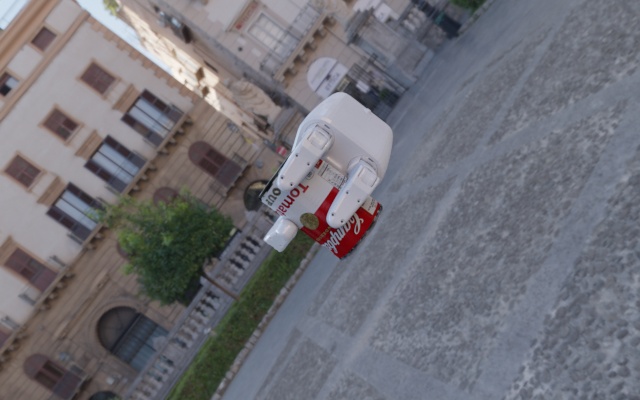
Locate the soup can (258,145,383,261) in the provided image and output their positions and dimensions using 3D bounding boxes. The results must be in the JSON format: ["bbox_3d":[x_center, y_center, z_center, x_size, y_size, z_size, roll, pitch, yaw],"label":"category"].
[{"bbox_3d":[0.000,0.002,0.463,0.102,0.068,0.068,37,-4,-5],"label":"soup can"}]
